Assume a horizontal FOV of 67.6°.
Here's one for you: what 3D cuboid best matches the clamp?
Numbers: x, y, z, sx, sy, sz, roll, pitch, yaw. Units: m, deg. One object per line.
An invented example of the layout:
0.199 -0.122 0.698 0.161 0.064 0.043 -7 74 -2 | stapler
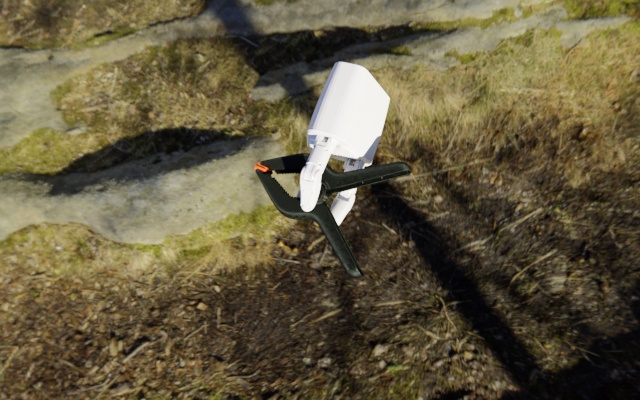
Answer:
-0.001 0.002 0.646 0.210 0.164 0.036 17 -10 17 | clamp
